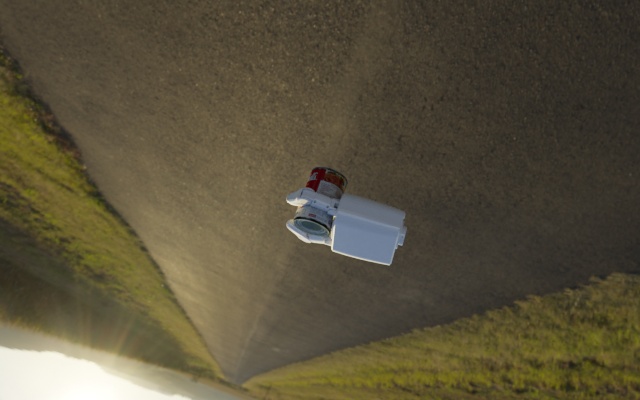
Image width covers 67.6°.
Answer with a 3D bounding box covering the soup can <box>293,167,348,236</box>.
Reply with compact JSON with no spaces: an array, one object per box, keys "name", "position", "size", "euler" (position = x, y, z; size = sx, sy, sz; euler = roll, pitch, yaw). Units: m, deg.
[{"name":"soup can","position":[0.000,0.003,0.824],"size":[0.068,0.102,0.068],"euler":[16,-23,7]}]
